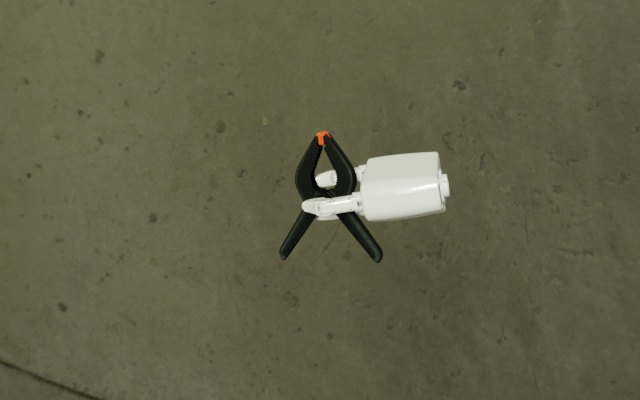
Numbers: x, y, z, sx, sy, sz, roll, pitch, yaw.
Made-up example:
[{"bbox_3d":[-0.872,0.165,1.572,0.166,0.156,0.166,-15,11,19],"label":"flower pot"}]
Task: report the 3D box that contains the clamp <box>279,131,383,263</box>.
[{"bbox_3d":[0.000,0.002,0.730,0.164,0.210,0.036,-7,11,15],"label":"clamp"}]
